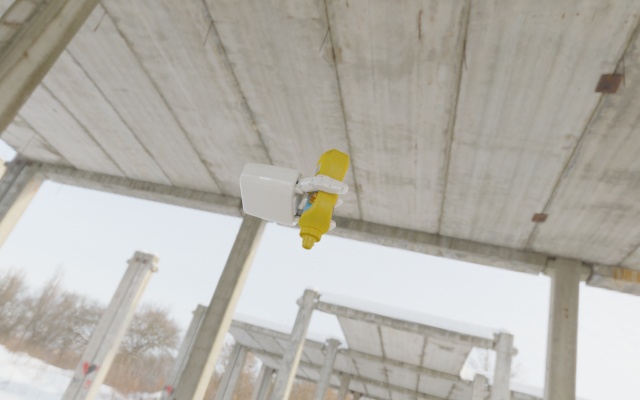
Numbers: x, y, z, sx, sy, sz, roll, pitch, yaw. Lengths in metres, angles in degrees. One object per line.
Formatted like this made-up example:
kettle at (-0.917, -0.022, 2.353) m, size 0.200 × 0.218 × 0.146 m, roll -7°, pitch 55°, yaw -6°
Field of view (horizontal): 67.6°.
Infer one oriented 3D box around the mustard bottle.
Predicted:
mustard bottle at (0.001, 0.003, 0.892) m, size 0.058 × 0.191 × 0.096 m, roll 24°, pitch -27°, yaw -11°
